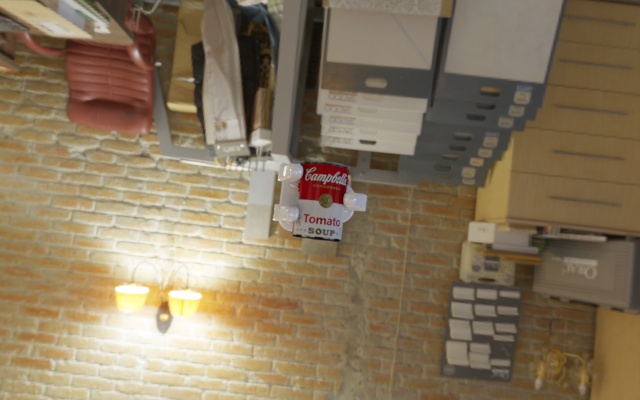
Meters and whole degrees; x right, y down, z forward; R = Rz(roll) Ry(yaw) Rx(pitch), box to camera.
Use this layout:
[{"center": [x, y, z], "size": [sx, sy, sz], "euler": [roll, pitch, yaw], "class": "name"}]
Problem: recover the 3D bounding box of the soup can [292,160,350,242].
[{"center": [0.000, 0.002, 0.643], "size": [0.068, 0.102, 0.068], "euler": [7, -4, 0], "class": "soup can"}]
